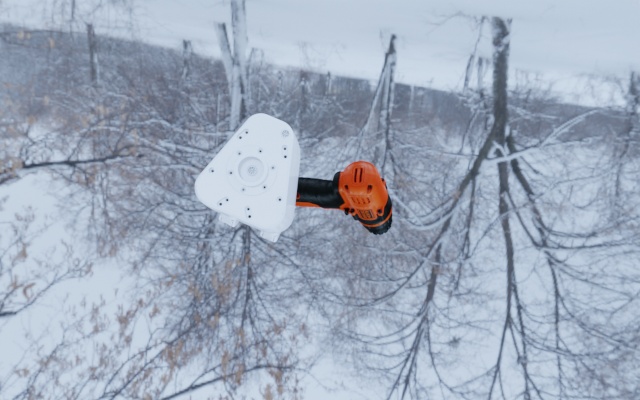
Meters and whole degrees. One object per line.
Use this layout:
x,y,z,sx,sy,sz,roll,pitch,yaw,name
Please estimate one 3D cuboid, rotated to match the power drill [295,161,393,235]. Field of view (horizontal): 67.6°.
0.000,0.002,0.634,0.187,0.057,0.184,-1,-23,15,power drill
